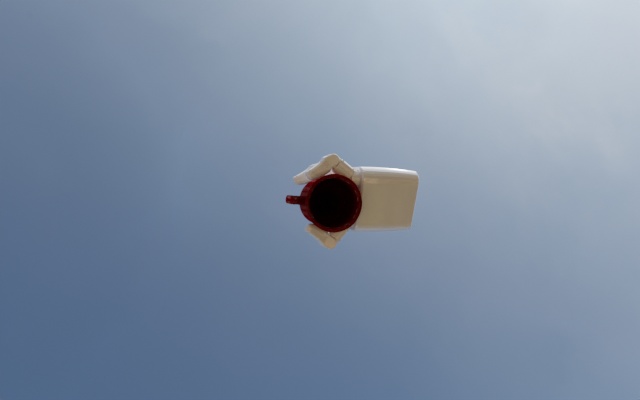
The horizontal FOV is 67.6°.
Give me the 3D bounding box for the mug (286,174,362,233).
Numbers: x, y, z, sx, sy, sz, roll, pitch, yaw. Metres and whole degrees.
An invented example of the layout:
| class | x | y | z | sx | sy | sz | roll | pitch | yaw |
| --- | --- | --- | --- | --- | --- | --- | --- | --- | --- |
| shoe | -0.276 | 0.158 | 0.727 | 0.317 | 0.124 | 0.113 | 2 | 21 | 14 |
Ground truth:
| class | x | y | z | sx | sy | sz | roll | pitch | yaw |
| --- | --- | --- | --- | --- | --- | --- | --- | --- | --- |
| mug | -0.001 | 0.003 | 0.786 | 0.117 | 0.093 | 0.081 | 1 | 2 | -15 |
